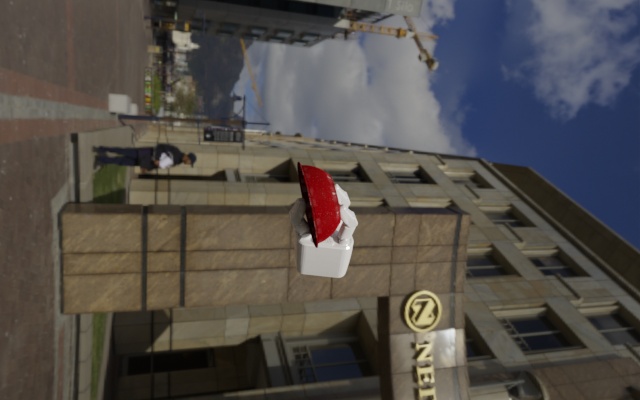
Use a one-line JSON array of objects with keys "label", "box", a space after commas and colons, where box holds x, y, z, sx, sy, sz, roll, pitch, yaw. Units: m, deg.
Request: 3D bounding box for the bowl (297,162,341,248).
[{"label": "bowl", "box": [0.001, 0.002, 0.876, 0.055, 0.162, 0.162, -12, 1, -5]}]
